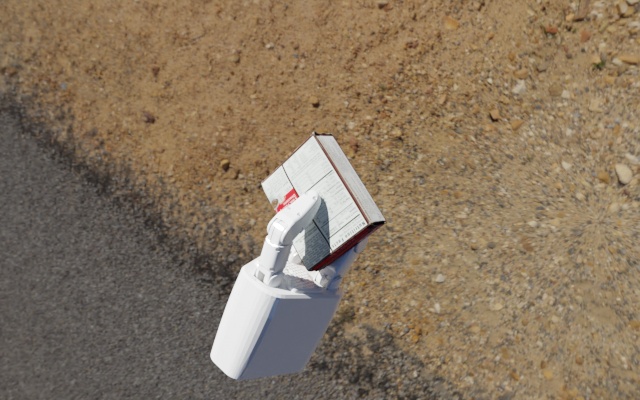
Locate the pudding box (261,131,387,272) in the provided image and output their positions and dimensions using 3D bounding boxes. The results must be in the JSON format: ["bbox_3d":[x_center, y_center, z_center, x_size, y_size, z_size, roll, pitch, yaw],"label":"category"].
[{"bbox_3d":[0.000,0.002,0.482,0.090,0.113,0.039,-40,-18,28],"label":"pudding box"}]
